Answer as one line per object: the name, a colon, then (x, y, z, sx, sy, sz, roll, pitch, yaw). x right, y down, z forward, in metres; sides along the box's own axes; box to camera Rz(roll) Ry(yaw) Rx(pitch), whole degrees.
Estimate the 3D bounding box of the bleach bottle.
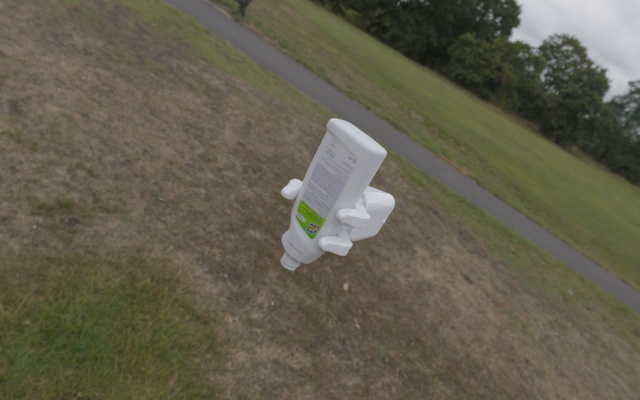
bleach bottle: (0.000, 0.003, 0.763, 0.102, 0.251, 0.068, 42, 24, 28)
